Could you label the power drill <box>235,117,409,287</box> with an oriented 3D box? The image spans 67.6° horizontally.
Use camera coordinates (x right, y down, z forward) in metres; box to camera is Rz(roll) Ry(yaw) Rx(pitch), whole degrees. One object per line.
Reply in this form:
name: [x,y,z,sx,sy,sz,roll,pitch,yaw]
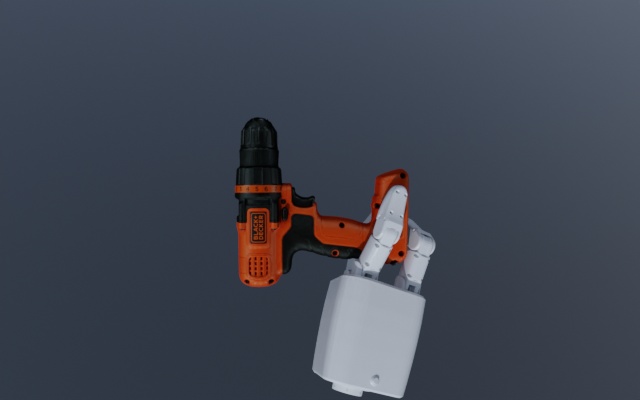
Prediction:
power drill: [0.001,0.002,0.527,0.187,0.184,0.057,0,3,-2]
